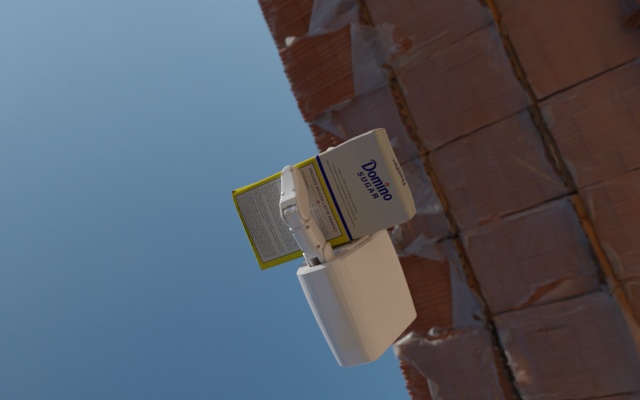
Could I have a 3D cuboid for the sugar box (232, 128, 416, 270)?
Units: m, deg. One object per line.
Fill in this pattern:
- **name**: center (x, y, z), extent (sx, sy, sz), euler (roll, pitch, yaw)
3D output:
- **sugar box**: center (0.000, 0.002, 0.493), extent (0.176, 0.093, 0.048), euler (-21, 3, 23)
